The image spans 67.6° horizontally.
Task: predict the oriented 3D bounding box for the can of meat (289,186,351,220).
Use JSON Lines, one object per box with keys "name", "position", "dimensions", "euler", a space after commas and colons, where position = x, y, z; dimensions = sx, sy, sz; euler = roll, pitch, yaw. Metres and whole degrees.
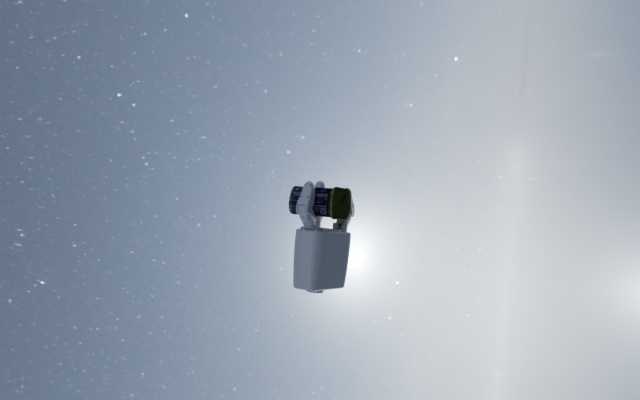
{"name": "can of meat", "position": [0.000, 0.003, 0.871], "dimensions": [0.084, 0.057, 0.102], "euler": [4, 0, 22]}
